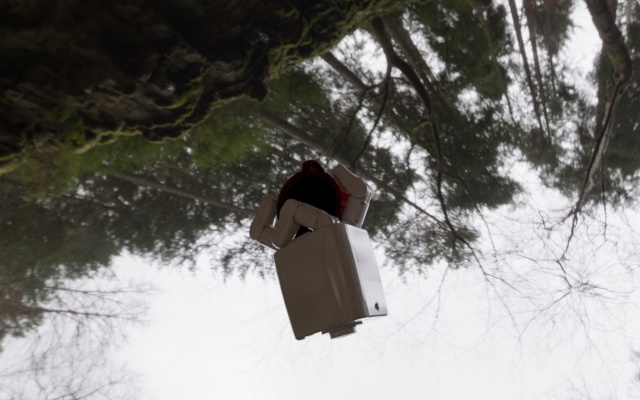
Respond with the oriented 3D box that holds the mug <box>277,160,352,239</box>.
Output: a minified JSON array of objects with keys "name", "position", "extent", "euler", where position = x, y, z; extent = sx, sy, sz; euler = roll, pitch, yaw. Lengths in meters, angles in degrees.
[{"name":"mug","position":[0.000,0.001,0.634],"extent":[0.093,0.117,0.081],"euler":[-22,-21,23]}]
